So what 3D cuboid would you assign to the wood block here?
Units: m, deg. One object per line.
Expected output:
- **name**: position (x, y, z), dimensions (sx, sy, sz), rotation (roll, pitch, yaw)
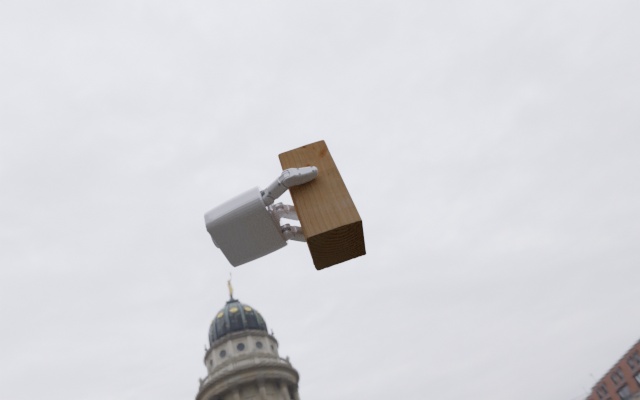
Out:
- **wood block**: position (0.000, 0.002, 0.811), dimensions (0.090, 0.206, 0.091), rotation (-18, -43, -4)
